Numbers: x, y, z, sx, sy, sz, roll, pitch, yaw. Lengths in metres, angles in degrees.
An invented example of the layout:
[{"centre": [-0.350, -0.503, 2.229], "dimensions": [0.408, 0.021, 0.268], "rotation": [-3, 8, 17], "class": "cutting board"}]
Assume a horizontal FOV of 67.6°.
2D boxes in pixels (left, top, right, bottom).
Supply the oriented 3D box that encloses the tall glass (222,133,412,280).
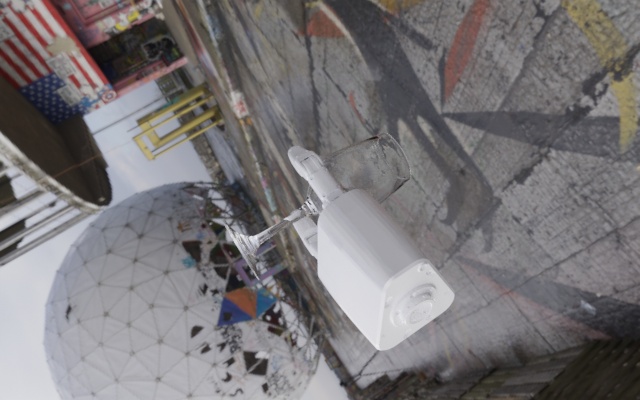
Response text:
[{"centre": [-0.001, 0.002, 0.519], "dimensions": [0.201, 0.079, 0.079], "rotation": [-32, 6, -10], "class": "tall glass"}]
